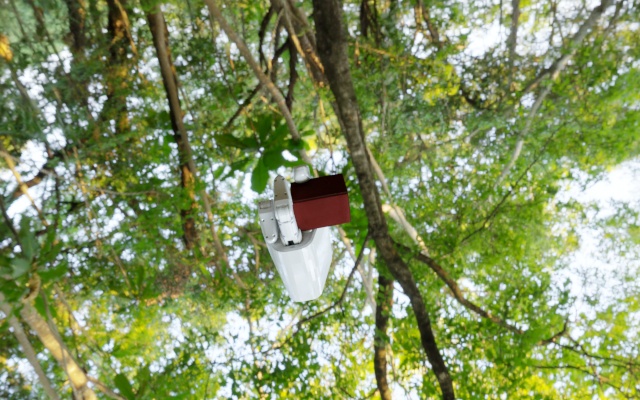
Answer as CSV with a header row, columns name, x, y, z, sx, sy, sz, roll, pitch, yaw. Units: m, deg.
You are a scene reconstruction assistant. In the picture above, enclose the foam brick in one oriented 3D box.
name,x,y,z,sx,sy,sz,roll,pitch,yaw
foam brick,0.000,0.002,0.661,0.078,0.051,0.053,-10,34,2
